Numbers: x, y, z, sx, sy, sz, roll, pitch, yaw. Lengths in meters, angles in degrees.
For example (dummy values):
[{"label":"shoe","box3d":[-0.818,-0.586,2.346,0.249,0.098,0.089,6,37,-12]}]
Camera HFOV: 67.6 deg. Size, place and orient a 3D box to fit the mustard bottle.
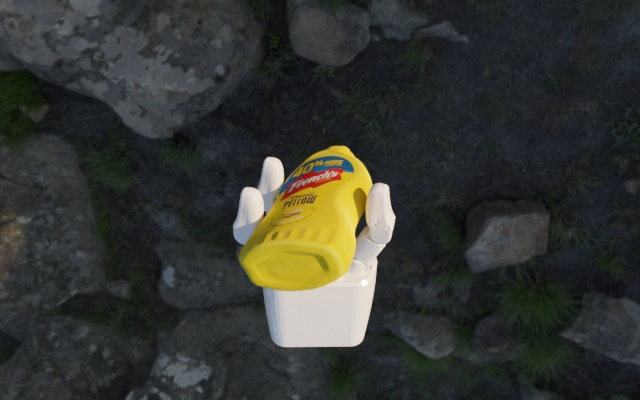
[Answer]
[{"label":"mustard bottle","box3d":[0.000,0.001,0.463,0.096,0.058,0.191,-12,30,26]}]
